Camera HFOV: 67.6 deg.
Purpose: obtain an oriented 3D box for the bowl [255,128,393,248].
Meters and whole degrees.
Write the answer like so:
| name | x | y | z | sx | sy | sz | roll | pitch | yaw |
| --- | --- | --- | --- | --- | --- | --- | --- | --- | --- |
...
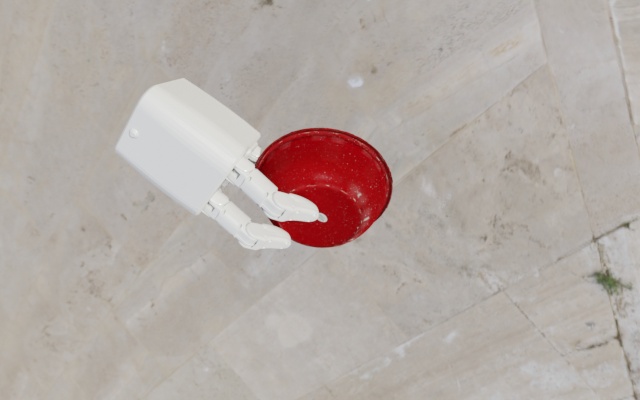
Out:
| name | x | y | z | sx | sy | sz | roll | pitch | yaw |
| --- | --- | --- | --- | --- | --- | --- | --- | --- | --- |
| bowl | 0.001 | 0.002 | 0.530 | 0.162 | 0.162 | 0.055 | 0 | 40 | 5 |
